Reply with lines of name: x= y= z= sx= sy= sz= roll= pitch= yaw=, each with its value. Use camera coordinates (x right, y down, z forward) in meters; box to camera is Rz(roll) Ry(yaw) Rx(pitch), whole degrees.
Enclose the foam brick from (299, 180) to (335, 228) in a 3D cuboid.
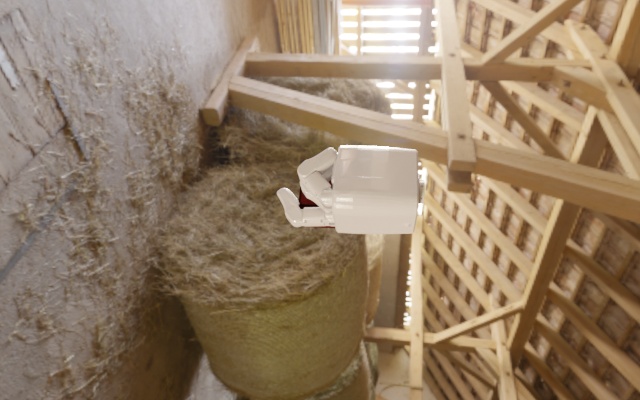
foam brick: x=0.000 y=0.002 z=0.699 sx=0.051 sy=0.053 sz=0.078 roll=2 pitch=-25 yaw=7
